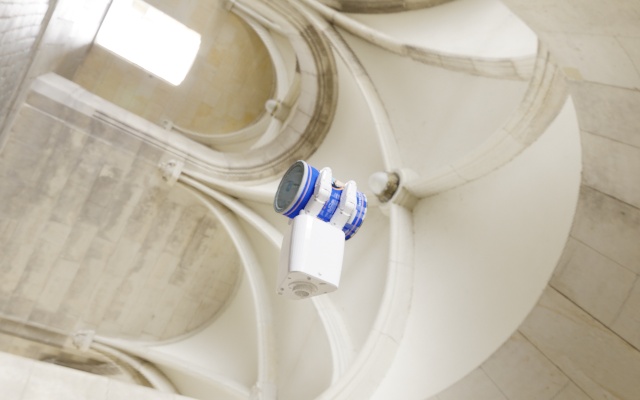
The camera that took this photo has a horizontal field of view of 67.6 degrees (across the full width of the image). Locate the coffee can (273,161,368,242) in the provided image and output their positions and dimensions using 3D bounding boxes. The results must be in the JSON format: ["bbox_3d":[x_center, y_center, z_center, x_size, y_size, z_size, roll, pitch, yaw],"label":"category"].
[{"bbox_3d":[0.000,0.003,0.873,0.140,0.103,0.103,26,-12,-25],"label":"coffee can"}]
